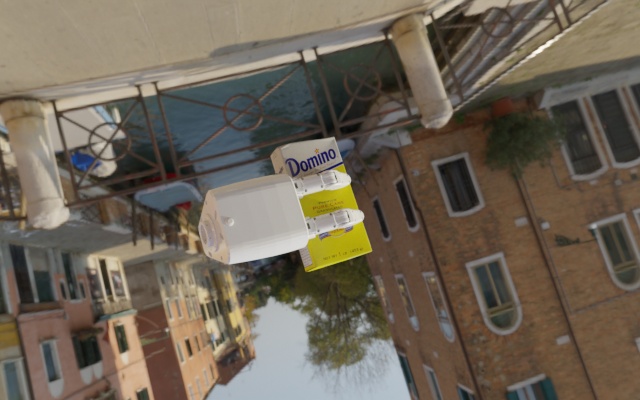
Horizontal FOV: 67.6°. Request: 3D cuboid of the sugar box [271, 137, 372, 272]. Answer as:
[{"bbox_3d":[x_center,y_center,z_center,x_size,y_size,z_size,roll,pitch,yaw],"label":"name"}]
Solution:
[{"bbox_3d":[0.000,0.002,0.673,0.093,0.176,0.048,-13,-9,-27],"label":"sugar box"}]
